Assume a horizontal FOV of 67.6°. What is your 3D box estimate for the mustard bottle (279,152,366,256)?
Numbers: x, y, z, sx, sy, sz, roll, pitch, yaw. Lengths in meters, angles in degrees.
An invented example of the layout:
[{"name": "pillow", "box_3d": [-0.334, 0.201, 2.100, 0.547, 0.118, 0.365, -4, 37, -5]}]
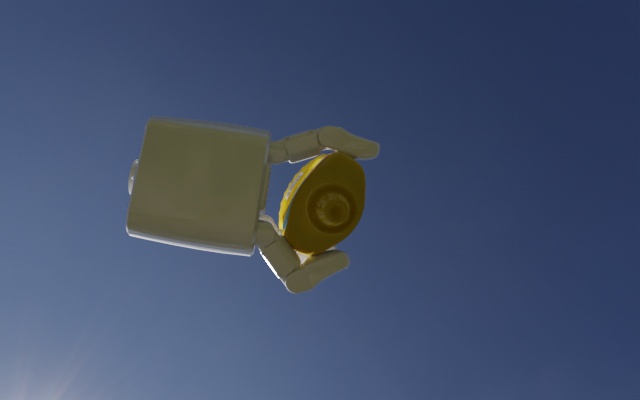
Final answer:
[{"name": "mustard bottle", "box_3d": [0.000, 0.002, 0.442, 0.058, 0.096, 0.191, 33, -1, -7]}]
